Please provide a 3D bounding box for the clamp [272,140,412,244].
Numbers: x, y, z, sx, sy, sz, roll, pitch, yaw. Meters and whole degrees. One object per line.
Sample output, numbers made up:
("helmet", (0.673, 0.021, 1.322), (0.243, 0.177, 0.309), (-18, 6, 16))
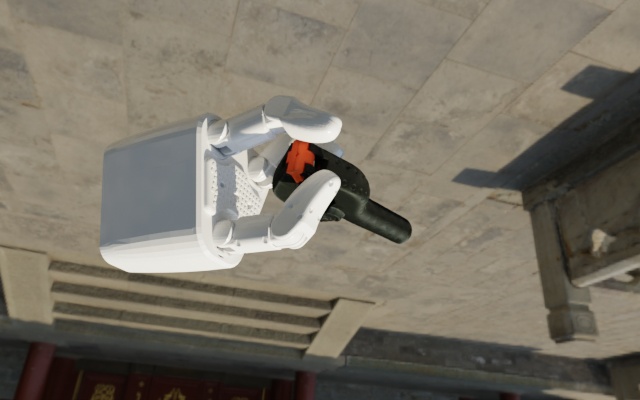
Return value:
("clamp", (0.000, 0.002, 0.415), (0.120, 0.039, 0.171), (-8, -29, 25))
